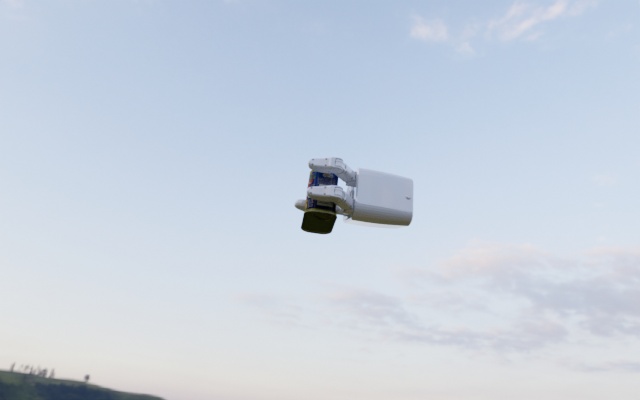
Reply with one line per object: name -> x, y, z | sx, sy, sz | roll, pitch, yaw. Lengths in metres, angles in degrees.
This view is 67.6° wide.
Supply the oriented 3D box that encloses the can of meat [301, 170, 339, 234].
can of meat -> 0.000, 0.003, 0.851 | 0.057, 0.084, 0.102 | 8, -25, -3
